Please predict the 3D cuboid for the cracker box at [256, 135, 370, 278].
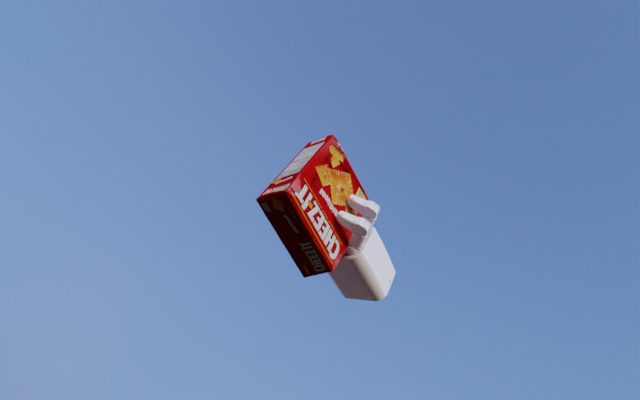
[{"bbox_3d":[0.000,0.003,0.842,0.072,0.164,0.213,-17,23,33],"label":"cracker box"}]
